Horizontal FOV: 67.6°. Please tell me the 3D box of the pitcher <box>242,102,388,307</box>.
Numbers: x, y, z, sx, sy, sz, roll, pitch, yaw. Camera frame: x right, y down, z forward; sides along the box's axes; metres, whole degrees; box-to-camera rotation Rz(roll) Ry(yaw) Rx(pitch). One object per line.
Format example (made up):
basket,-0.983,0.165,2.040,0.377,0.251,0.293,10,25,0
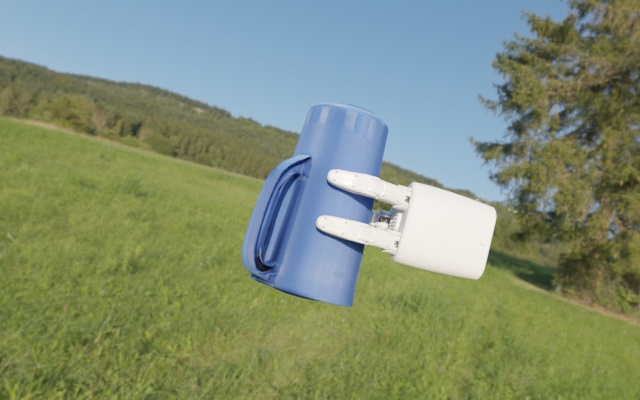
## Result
pitcher,0.000,0.002,0.602,0.145,0.243,0.149,15,-6,-1
